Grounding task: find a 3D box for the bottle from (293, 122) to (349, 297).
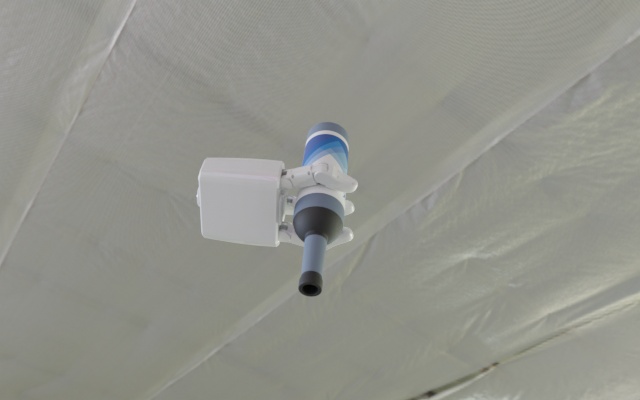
[{"bbox_3d":[0.000,0.002,0.646,0.069,0.069,0.295,0,42,6],"label":"bottle"}]
